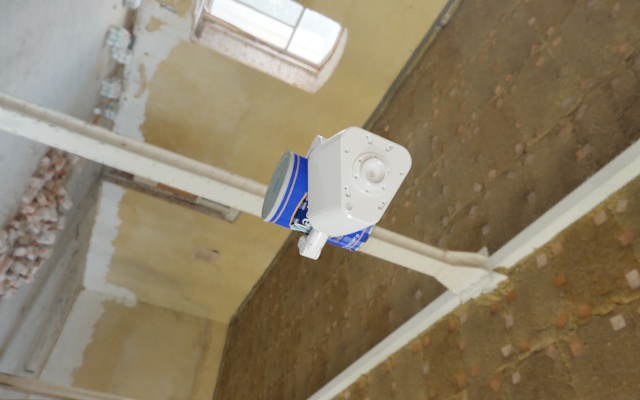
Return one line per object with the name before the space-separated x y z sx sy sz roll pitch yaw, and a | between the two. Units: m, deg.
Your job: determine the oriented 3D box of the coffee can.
coffee can | 0.000 0.002 0.676 0.140 0.103 0.103 20 -6 -16
